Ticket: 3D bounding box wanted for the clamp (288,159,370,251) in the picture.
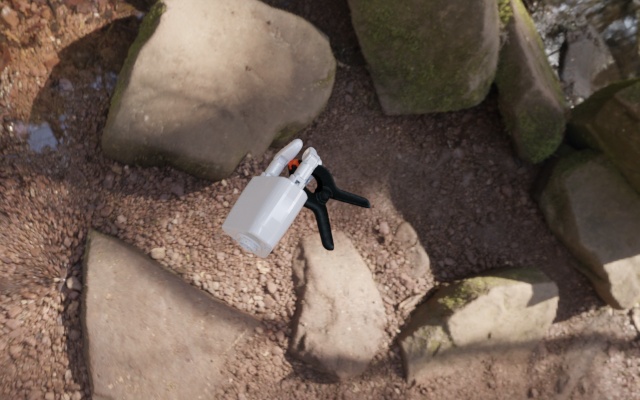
[{"bbox_3d":[0.000,0.002,0.834,0.171,0.120,0.039,39,-22,-17],"label":"clamp"}]
